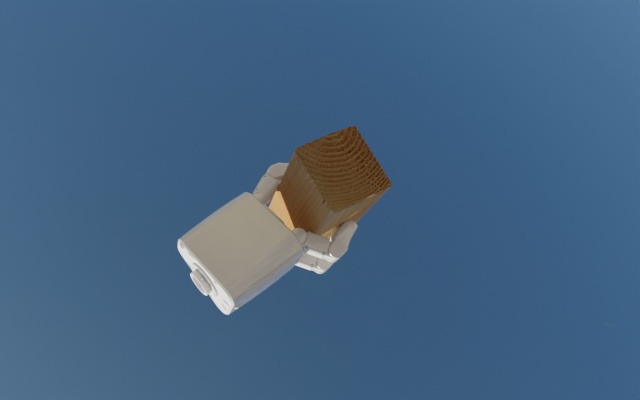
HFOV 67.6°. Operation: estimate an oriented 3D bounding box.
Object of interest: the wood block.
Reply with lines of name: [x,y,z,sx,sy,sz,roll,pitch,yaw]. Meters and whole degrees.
wood block: [0.000,0.002,0.638,0.090,0.091,0.206,-25,-14,-25]
